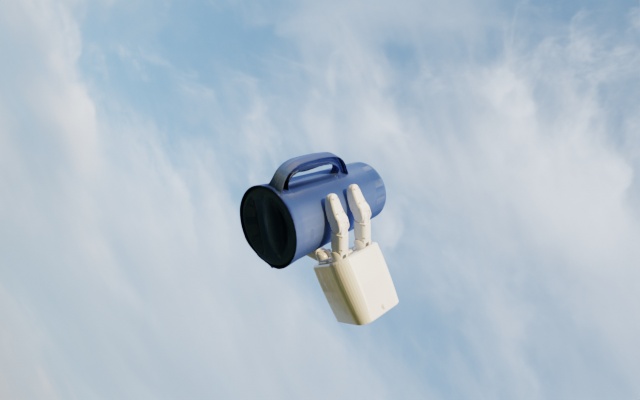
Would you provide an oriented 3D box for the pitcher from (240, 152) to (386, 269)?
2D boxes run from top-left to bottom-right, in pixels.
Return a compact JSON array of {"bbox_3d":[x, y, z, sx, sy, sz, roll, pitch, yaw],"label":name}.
[{"bbox_3d":[0.000,0.003,0.789,0.243,0.145,0.149,-21,-3,-42],"label":"pitcher"}]
